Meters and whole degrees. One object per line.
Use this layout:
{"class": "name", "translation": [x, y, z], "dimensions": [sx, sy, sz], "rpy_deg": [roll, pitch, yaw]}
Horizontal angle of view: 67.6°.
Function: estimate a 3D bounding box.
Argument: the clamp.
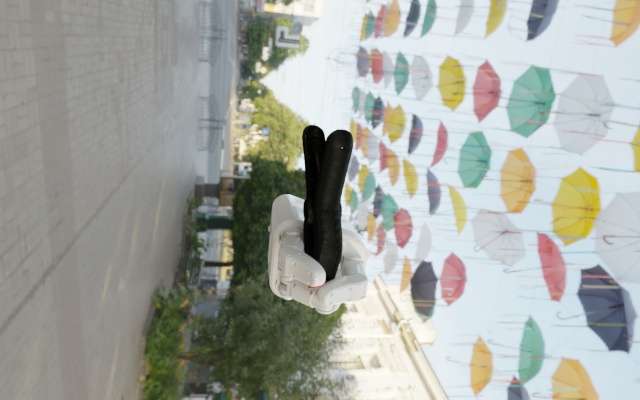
{"class": "clamp", "translation": [0.001, 0.002, 0.491], "dimensions": [0.039, 0.171, 0.120], "rpy_deg": [3, 19, -10]}
